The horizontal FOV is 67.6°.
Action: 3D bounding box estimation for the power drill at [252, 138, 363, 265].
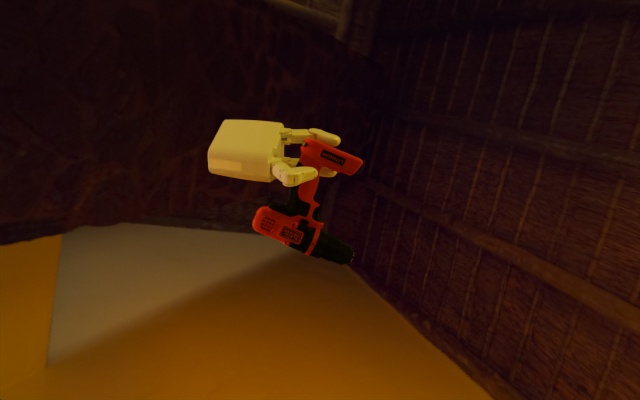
[{"bbox_3d":[0.000,0.002,0.810,0.184,0.187,0.057,23,6,-10],"label":"power drill"}]
